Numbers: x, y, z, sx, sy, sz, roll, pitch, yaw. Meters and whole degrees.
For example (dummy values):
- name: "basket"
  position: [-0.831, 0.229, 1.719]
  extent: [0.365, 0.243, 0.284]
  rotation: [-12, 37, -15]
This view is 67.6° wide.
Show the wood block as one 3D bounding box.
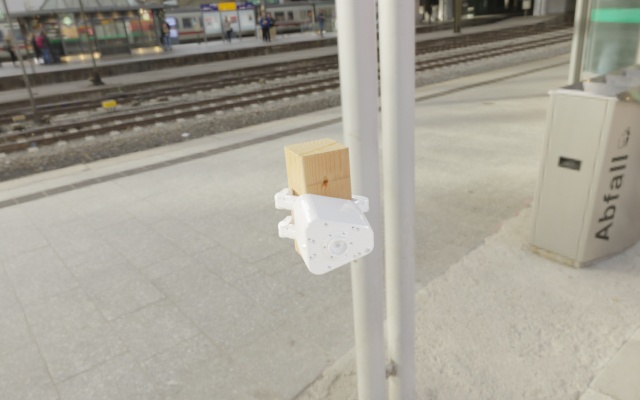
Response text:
- name: "wood block"
  position: [0.001, 0.003, 0.863]
  extent: [0.091, 0.206, 0.090]
  rotation: [-13, 22, -20]
